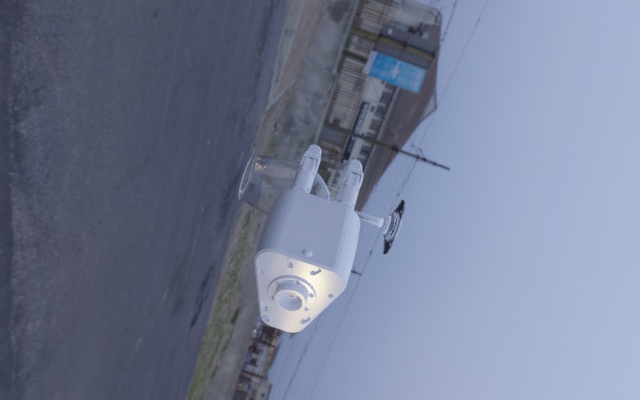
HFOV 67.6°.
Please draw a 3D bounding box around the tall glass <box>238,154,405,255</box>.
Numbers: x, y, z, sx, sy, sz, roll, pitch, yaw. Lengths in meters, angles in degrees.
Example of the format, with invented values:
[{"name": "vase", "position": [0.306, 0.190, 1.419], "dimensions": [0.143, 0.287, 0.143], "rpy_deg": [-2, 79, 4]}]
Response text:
[{"name": "tall glass", "position": [0.001, 0.002, 0.607], "dimensions": [0.201, 0.079, 0.079], "rpy_deg": [19, -1, -2]}]
